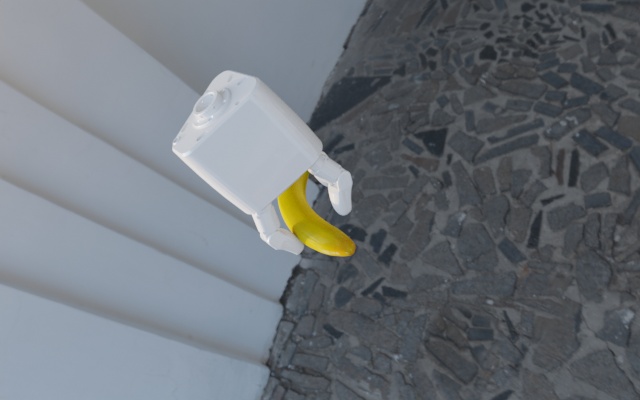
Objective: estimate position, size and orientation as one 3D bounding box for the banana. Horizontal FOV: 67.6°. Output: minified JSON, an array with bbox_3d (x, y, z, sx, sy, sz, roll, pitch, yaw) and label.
[{"bbox_3d":[-0.016,0.010,0.601,0.069,0.197,0.037,-32,-50,8],"label":"banana"}]
